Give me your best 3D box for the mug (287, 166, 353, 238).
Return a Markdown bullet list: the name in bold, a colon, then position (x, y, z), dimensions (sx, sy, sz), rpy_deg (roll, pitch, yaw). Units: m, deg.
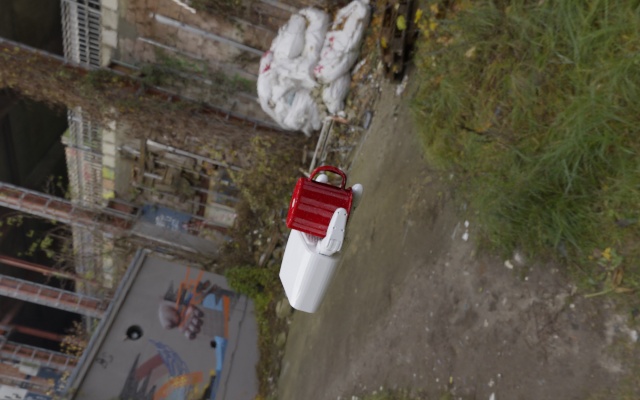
- **mug**: position (0.000, 0.001, 0.727), dimensions (0.081, 0.117, 0.093), rpy_deg (16, 22, -8)
